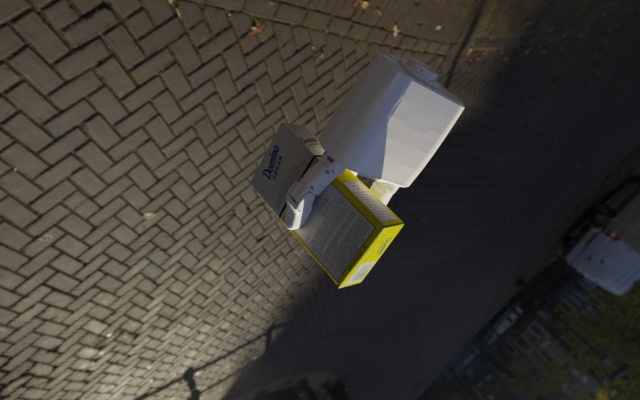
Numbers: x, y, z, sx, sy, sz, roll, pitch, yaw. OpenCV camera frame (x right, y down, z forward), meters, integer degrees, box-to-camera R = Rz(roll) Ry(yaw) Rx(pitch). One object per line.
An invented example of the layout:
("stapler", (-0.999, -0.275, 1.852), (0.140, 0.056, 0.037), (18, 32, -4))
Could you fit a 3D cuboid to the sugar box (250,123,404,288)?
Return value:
("sugar box", (0.001, 0.002, 0.533), (0.048, 0.093, 0.176), (-3, 44, -49))
